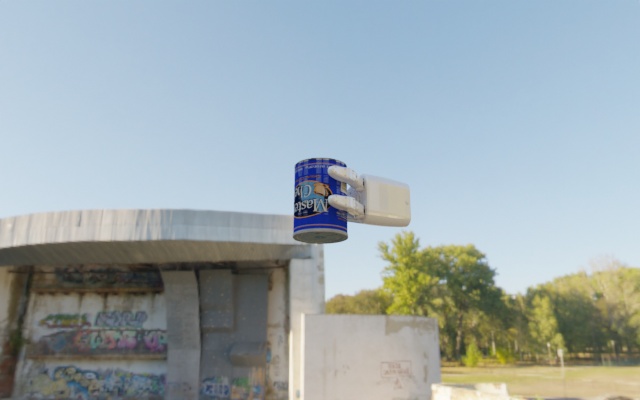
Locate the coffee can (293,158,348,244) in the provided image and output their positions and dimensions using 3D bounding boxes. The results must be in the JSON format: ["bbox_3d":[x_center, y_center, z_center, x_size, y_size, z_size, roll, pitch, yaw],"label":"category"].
[{"bbox_3d":[0.000,0.003,0.898,0.103,0.140,0.103,0,-17,0],"label":"coffee can"}]
